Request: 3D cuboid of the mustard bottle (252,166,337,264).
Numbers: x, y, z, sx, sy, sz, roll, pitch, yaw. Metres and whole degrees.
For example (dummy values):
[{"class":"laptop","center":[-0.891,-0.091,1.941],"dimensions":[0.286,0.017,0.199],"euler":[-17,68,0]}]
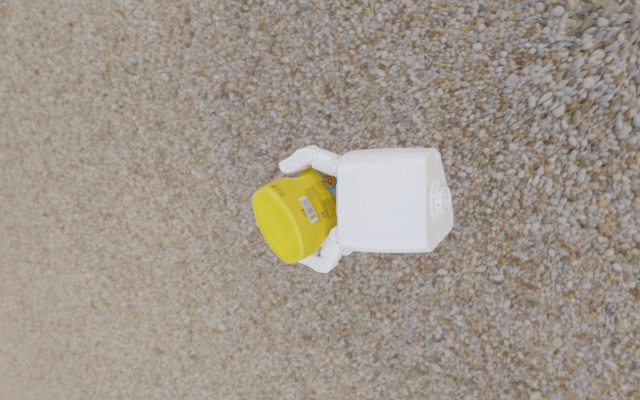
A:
[{"class":"mustard bottle","center":[0.000,0.002,0.618],"dimensions":[0.058,0.096,0.191],"euler":[-28,0,37]}]
